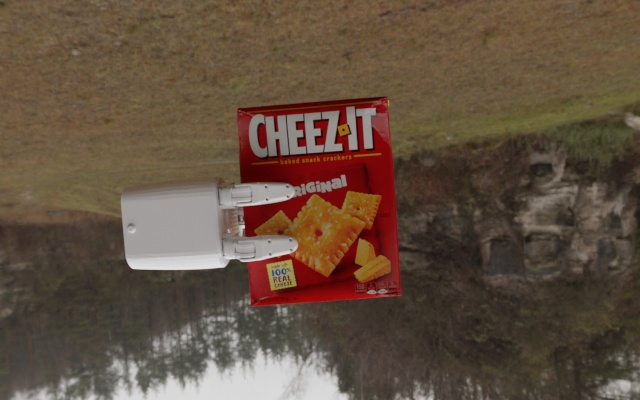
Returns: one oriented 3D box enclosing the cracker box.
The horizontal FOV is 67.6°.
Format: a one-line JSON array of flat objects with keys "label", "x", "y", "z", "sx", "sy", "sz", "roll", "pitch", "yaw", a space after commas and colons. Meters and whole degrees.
[{"label": "cracker box", "x": 0.000, "y": 0.002, "z": 0.527, "sx": 0.164, "sy": 0.213, "sz": 0.072, "roll": -4, "pitch": 2, "yaw": 4}]
